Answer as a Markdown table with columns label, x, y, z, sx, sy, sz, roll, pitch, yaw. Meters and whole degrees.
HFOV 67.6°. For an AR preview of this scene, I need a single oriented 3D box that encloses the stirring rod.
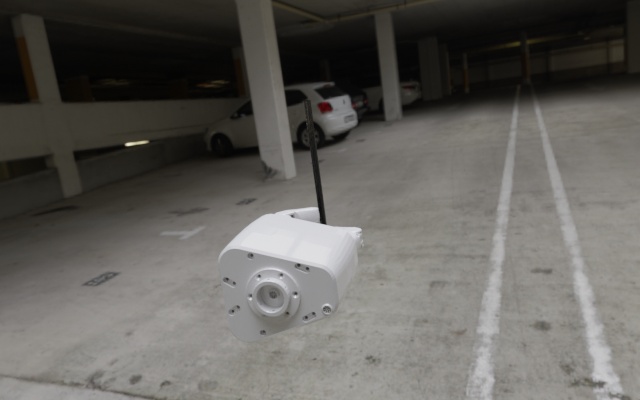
| label | x | y | z | sx | sy | sz | roll | pitch | yaw |
| --- | --- | --- | --- | --- | --- | --- | --- | --- | --- |
| stirring rod | 0.000 | 0.002 | 0.571 | 0.011 | 0.239 | 0.011 | -7 | 10 | 1 |
